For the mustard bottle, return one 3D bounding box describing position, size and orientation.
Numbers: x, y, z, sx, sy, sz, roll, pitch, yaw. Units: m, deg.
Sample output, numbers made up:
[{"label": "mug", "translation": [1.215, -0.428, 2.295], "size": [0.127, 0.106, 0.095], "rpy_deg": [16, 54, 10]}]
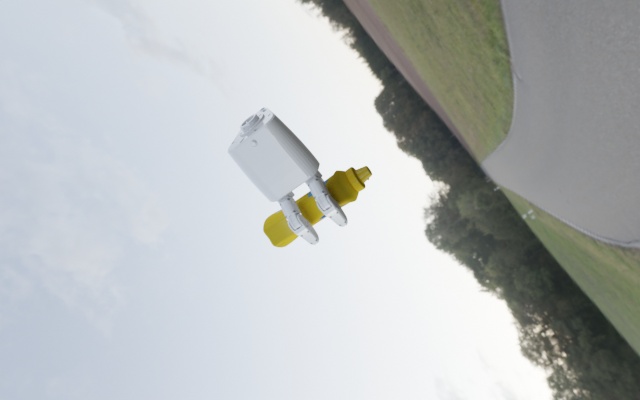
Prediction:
[{"label": "mustard bottle", "translation": [0.000, 0.003, 0.776], "size": [0.192, 0.058, 0.096], "rpy_deg": [-34, 0, 16]}]
